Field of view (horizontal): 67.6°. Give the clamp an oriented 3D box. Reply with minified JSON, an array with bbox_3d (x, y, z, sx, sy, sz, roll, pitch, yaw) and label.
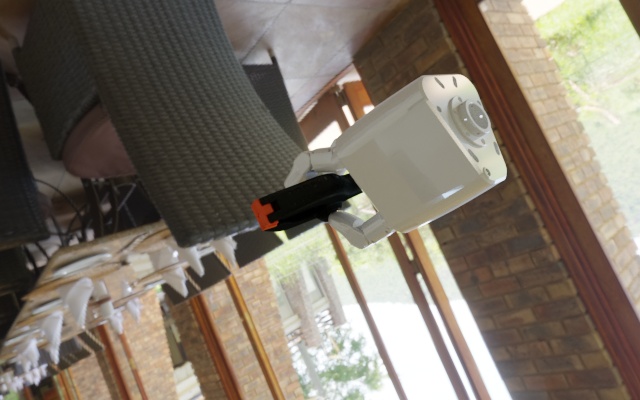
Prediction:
[{"bbox_3d":[0.000,0.002,0.530,0.210,0.036,0.165,-17,-14,-45],"label":"clamp"}]
